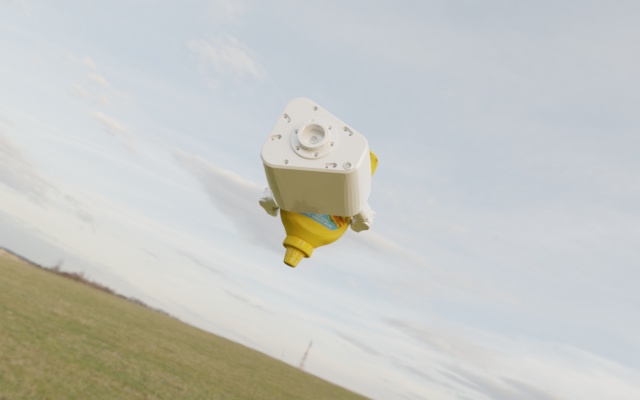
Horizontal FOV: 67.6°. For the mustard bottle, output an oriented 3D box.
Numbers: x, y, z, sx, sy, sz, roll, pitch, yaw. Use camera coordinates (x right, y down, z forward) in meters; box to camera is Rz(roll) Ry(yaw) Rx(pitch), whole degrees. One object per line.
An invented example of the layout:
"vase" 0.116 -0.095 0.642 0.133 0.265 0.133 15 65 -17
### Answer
"mustard bottle" 0.000 0.002 0.643 0.096 0.191 0.058 29 -20 -8
